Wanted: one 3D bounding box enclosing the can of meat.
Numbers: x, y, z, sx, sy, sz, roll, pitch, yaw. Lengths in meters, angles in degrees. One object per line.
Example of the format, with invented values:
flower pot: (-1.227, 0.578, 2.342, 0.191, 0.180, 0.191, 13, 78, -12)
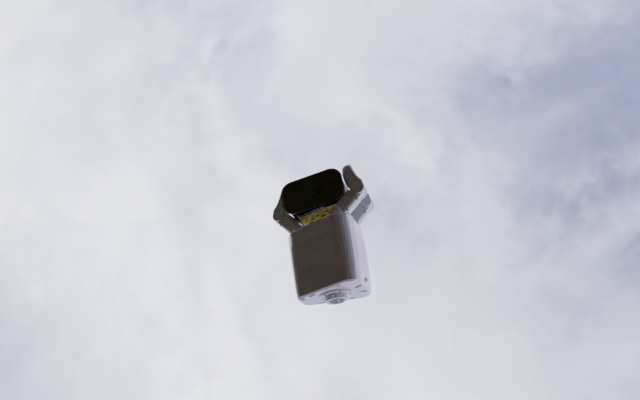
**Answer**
can of meat: (0.000, 0.003, 0.770, 0.102, 0.057, 0.084, -19, -31, 12)
